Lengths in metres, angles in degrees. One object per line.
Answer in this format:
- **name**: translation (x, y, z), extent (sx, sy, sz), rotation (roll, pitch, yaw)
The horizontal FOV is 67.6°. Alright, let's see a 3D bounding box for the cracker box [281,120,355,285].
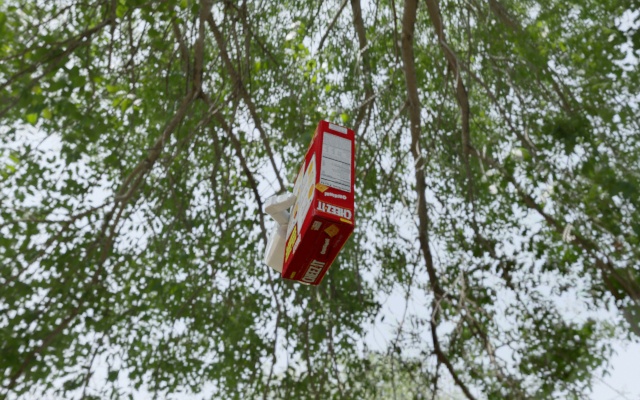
- **cracker box**: translation (0.000, 0.002, 0.774), extent (0.072, 0.213, 0.164), rotation (15, -44, -12)
